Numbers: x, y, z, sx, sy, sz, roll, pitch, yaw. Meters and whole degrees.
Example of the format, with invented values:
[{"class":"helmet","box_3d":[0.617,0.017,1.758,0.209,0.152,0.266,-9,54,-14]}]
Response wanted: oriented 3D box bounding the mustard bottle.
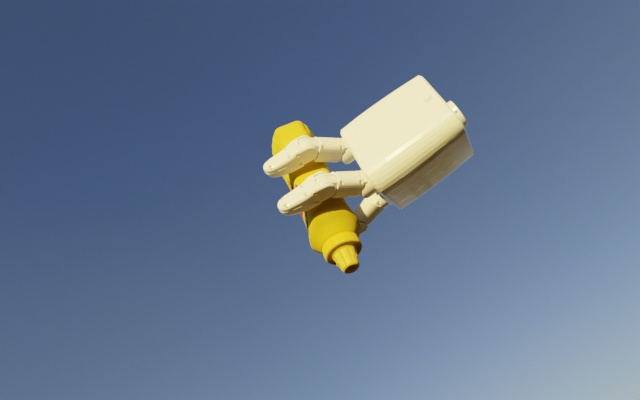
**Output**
[{"class":"mustard bottle","box_3d":[0.000,0.002,0.540,0.058,0.191,0.096,-21,-40,-6]}]
